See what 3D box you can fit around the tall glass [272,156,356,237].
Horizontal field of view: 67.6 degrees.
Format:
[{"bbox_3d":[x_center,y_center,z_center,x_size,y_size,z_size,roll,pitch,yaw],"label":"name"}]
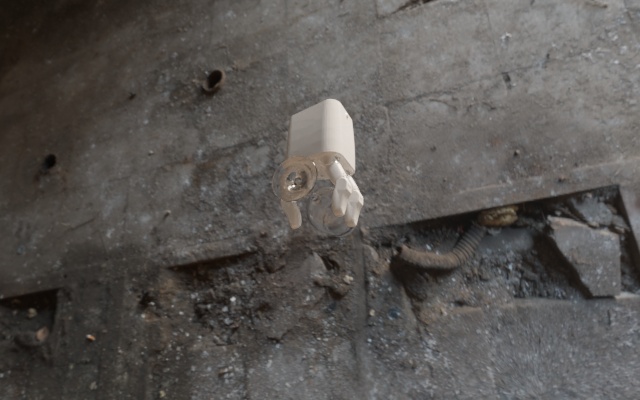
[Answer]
[{"bbox_3d":[0.000,0.002,0.788,0.079,0.079,0.201,0,-21,25],"label":"tall glass"}]
